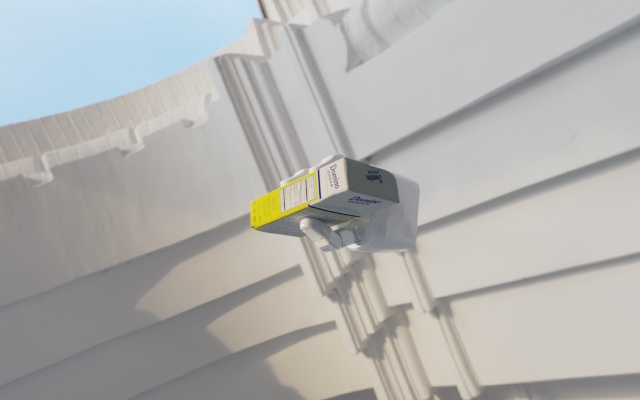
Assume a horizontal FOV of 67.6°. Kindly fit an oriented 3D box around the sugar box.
[{"bbox_3d":[0.000,0.001,0.596,0.093,0.048,0.176,13,-28,-43],"label":"sugar box"}]
